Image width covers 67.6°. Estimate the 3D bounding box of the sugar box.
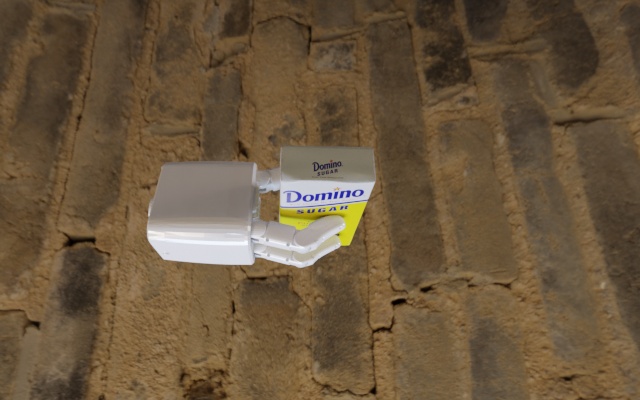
[{"bbox_3d":[0.000,0.002,0.533,0.093,0.048,0.176,0,-23,-4],"label":"sugar box"}]
